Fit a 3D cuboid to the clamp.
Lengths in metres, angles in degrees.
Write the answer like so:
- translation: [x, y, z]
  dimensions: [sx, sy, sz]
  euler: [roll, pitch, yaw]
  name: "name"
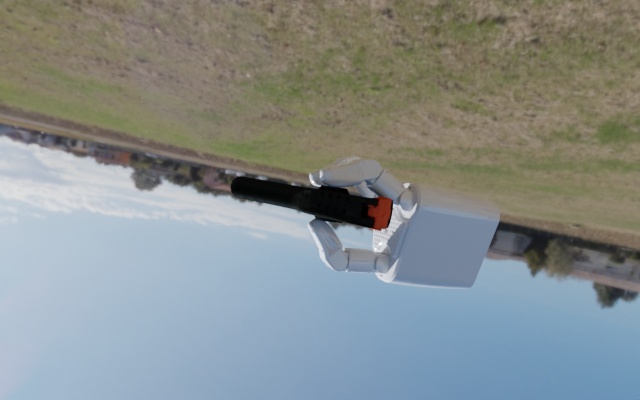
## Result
- translation: [0.000, 0.002, 0.489]
  dimensions: [0.164, 0.036, 0.210]
  euler: [8, 1, -19]
  name: "clamp"
